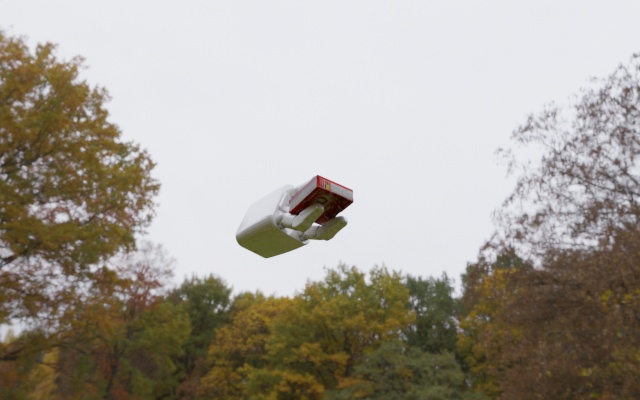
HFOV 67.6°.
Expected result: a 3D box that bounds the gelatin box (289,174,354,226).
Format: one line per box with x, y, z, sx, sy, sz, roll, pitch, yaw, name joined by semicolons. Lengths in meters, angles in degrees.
0.000;0.002;0.793;0.073;0.030;0.089;23;-43;-27;gelatin box
